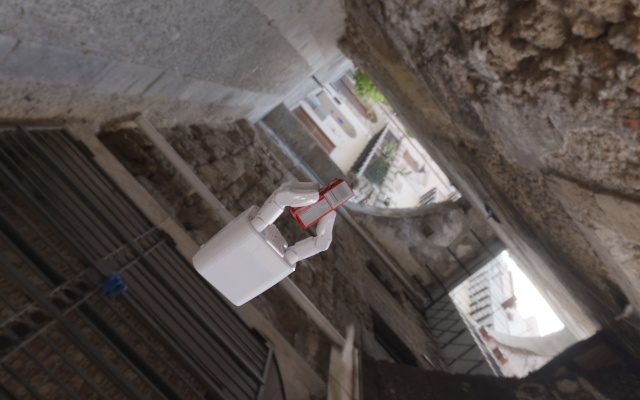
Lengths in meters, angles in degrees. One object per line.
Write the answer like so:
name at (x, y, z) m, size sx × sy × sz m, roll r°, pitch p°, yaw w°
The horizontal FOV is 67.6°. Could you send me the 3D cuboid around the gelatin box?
gelatin box at (0.001, 0.002, 0.702) m, size 0.089 × 0.030 × 0.073 m, roll -34°, pitch 8°, yaw -4°
